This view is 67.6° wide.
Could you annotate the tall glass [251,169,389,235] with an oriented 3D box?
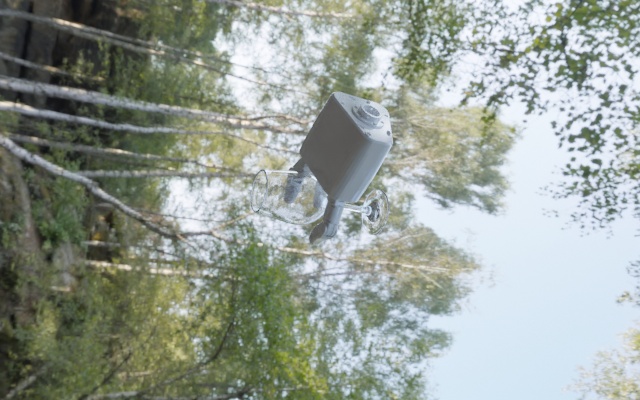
[{"bbox_3d":[0.001,0.003,0.715,0.201,0.079,0.079,10,-5,-27],"label":"tall glass"}]
